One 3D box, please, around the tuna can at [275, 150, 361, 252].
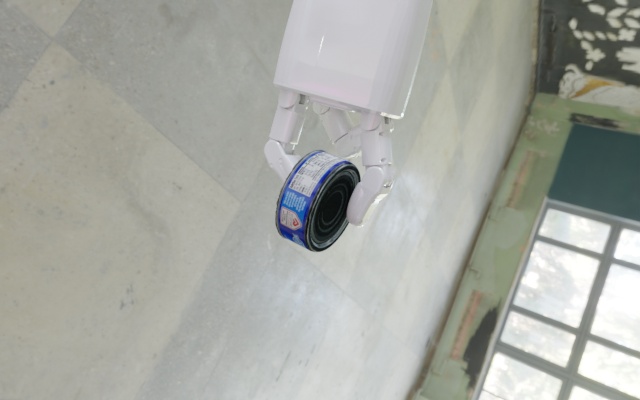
[{"bbox_3d":[0.001,0.002,0.418,0.033,0.086,0.086,25,12,27],"label":"tuna can"}]
